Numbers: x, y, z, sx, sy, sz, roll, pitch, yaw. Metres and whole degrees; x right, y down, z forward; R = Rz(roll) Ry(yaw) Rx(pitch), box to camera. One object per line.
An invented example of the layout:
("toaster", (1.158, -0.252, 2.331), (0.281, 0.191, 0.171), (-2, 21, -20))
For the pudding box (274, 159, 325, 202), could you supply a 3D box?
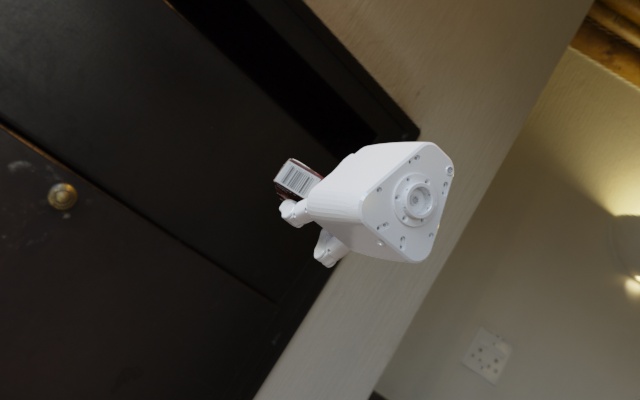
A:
("pudding box", (0.000, 0.002, 0.590), (0.113, 0.039, 0.090), (33, -13, 6))
